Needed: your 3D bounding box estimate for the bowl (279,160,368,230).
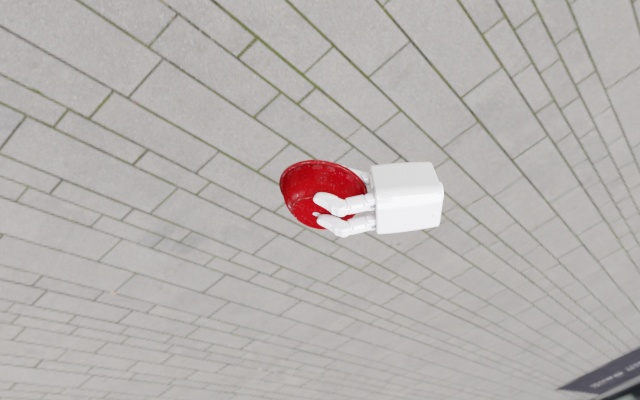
[{"bbox_3d":[-0.001,0.003,0.838,0.162,0.055,0.162,8,-37,6],"label":"bowl"}]
